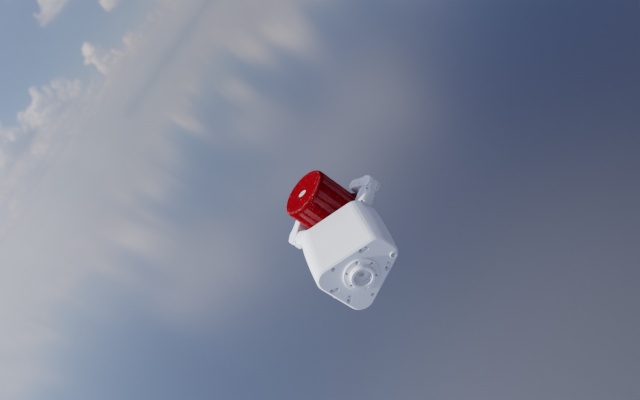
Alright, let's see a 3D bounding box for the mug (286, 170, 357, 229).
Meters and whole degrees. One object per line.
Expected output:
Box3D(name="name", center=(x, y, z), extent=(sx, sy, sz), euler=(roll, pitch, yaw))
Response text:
Box3D(name="mug", center=(0.000, 0.002, 0.741), extent=(0.081, 0.093, 0.117), euler=(35, 13, -25))
